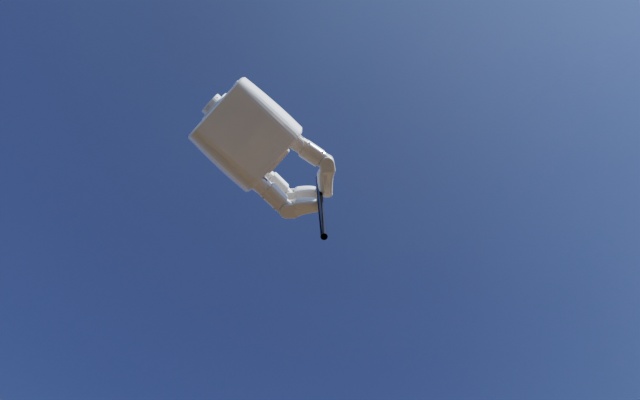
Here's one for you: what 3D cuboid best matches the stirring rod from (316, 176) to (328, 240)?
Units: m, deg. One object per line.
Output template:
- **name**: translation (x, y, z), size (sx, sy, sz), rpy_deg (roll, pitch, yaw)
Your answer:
- **stirring rod**: translation (0.000, 0.002, 0.633), size (0.011, 0.011, 0.239), rpy_deg (0, 18, -2)
